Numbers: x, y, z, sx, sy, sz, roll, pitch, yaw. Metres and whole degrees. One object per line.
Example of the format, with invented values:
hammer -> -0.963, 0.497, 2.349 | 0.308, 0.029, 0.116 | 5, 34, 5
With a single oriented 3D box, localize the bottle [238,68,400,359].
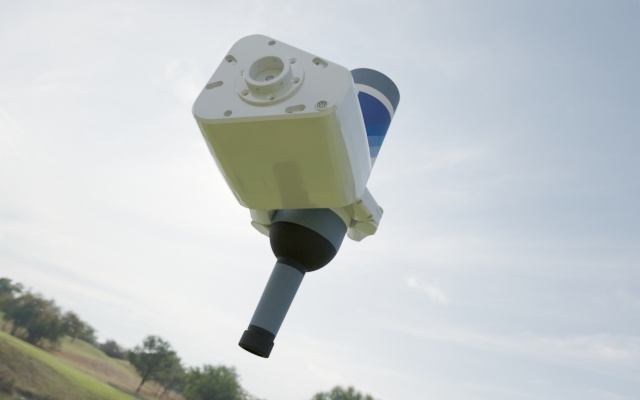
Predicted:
bottle -> 0.000, 0.001, 0.447 | 0.069, 0.295, 0.069 | 19, -28, 10
